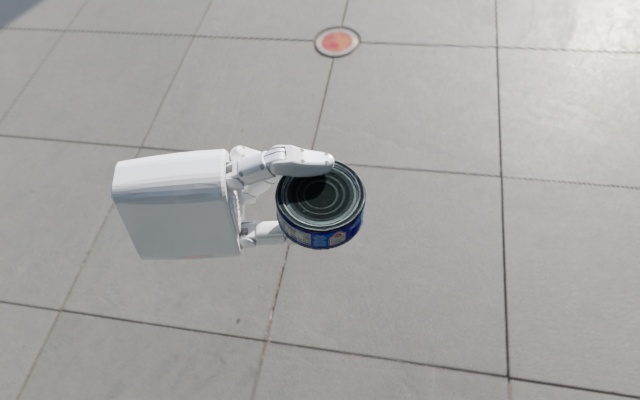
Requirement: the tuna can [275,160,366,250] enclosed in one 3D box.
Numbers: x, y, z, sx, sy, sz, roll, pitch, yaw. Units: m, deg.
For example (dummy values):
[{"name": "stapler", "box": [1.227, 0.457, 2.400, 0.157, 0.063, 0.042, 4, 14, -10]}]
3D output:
[{"name": "tuna can", "box": [0.000, 0.001, 0.453, 0.086, 0.086, 0.034, 0, -34, 0]}]
